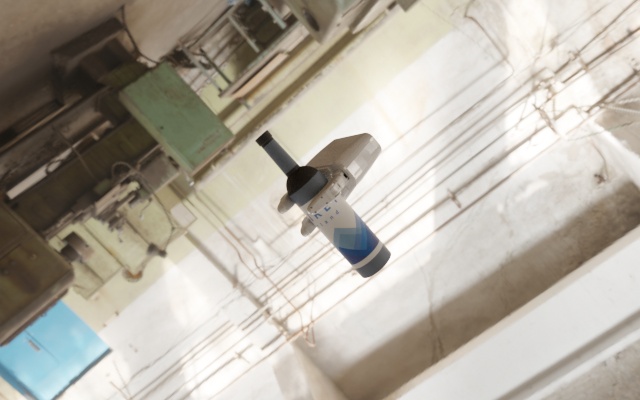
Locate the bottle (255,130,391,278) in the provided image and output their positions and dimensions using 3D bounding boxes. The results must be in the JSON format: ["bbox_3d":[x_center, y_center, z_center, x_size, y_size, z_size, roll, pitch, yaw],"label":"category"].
[{"bbox_3d":[0.000,0.003,0.798,0.069,0.296,0.069,-40,10,8],"label":"bottle"}]
